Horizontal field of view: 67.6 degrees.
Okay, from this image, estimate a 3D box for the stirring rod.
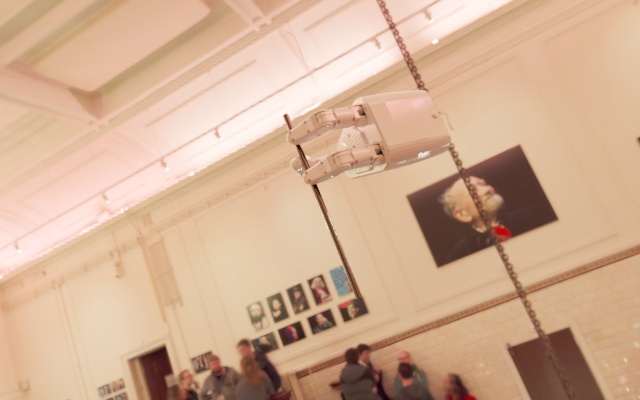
[{"bbox_3d":[0.000,0.002,0.568,0.011,0.239,0.011,-21,-13,-5],"label":"stirring rod"}]
